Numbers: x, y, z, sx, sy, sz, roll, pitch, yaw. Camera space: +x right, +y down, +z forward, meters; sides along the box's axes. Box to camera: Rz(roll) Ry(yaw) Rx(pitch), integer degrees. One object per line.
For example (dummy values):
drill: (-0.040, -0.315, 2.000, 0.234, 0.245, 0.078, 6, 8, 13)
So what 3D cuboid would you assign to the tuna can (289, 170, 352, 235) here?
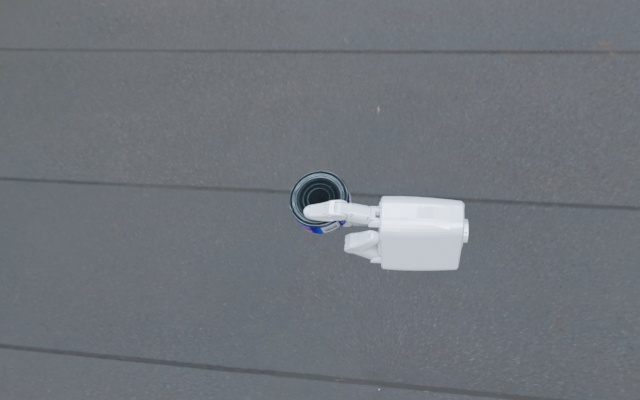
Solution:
tuna can: (0.000, 0.002, 0.666, 0.086, 0.086, 0.034, 0, -21, 13)
